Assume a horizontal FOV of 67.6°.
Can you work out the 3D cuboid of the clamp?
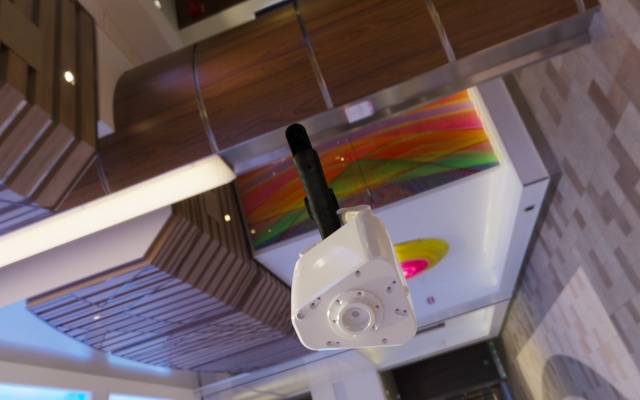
[{"bbox_3d":[0.000,0.002,0.526,0.039,0.171,0.120,-20,15,5],"label":"clamp"}]
